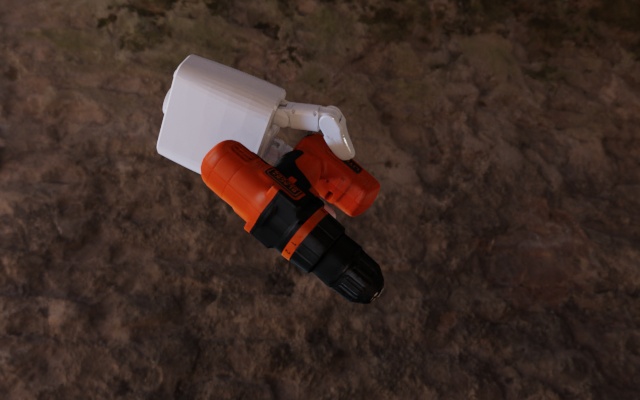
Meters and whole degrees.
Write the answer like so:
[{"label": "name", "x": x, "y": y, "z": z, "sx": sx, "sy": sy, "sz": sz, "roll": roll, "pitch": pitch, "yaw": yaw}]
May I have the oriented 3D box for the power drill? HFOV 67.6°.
[{"label": "power drill", "x": 0.000, "y": 0.001, "z": 0.458, "sx": 0.184, "sy": 0.057, "sz": 0.187, "roll": 41, "pitch": 22, "yaw": 5}]
